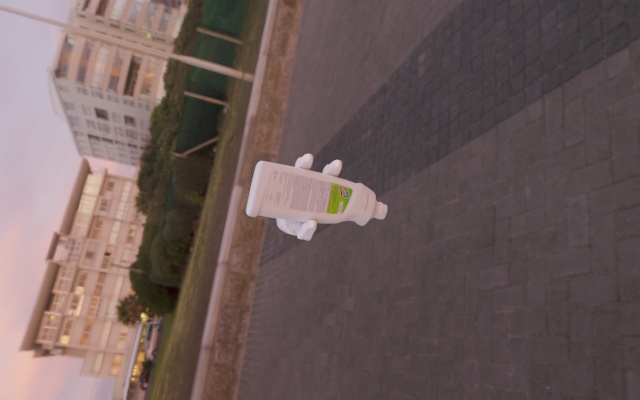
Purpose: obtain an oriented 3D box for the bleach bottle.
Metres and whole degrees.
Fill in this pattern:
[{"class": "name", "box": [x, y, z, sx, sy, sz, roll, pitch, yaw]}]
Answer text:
[{"class": "bleach bottle", "box": [0.000, 0.003, 0.865, 0.251, 0.102, 0.068, 13, -3, -15]}]
